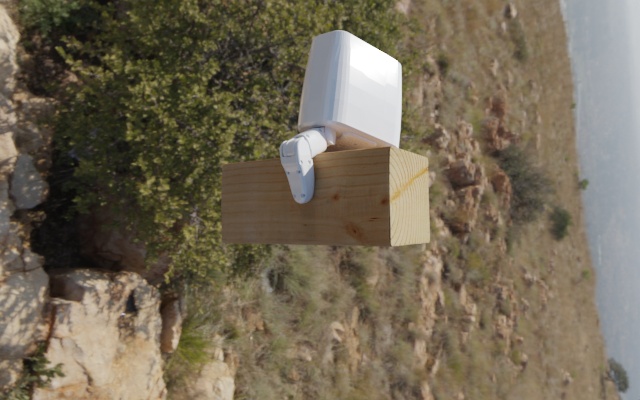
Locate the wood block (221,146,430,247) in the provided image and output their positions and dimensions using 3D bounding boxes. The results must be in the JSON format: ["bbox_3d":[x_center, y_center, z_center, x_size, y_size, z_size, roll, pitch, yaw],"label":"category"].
[{"bbox_3d":[0.000,0.001,0.506,0.206,0.090,0.091,-3,-4,34],"label":"wood block"}]
